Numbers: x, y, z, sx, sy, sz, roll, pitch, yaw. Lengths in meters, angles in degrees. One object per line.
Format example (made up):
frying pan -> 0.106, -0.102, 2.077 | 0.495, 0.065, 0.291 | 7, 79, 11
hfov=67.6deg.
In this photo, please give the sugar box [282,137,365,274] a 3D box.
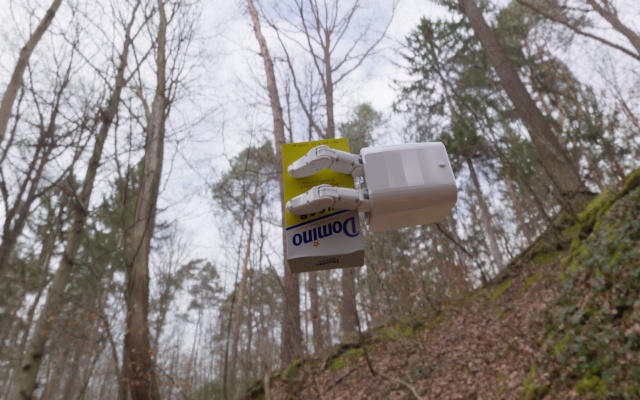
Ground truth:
sugar box -> 0.000, 0.002, 0.613 | 0.093, 0.176, 0.048 | -7, -35, 0
